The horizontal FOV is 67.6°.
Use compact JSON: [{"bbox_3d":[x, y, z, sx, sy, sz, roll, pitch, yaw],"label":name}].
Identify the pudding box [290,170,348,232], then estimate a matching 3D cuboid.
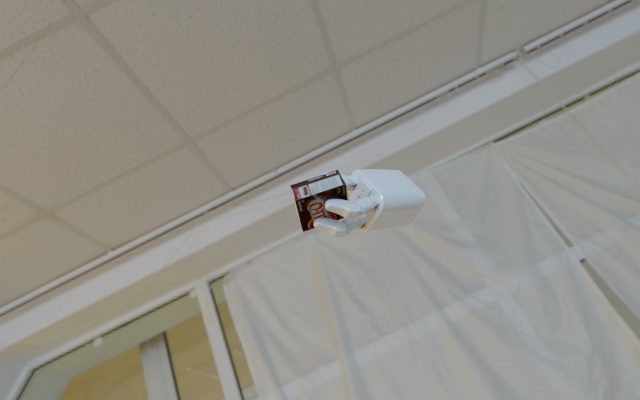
[{"bbox_3d":[0.000,0.003,0.833,0.090,0.039,0.114,-19,-33,-6],"label":"pudding box"}]
